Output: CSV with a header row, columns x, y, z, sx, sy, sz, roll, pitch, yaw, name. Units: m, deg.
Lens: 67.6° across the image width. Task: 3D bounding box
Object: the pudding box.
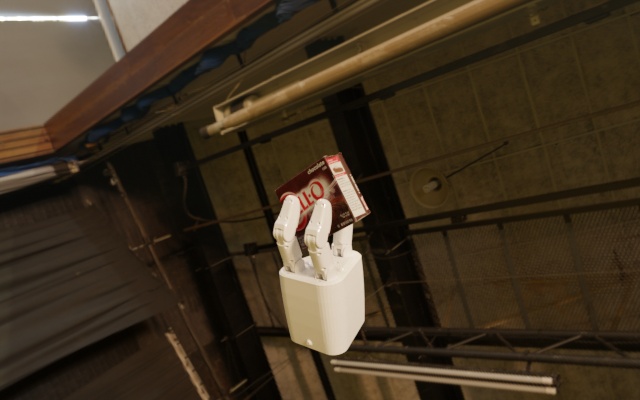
x,y,z,sx,sy,sz,roll,pitch,yaw,name
0.000,0.002,0.624,0.113,0.090,0.039,-31,-6,42,pudding box
